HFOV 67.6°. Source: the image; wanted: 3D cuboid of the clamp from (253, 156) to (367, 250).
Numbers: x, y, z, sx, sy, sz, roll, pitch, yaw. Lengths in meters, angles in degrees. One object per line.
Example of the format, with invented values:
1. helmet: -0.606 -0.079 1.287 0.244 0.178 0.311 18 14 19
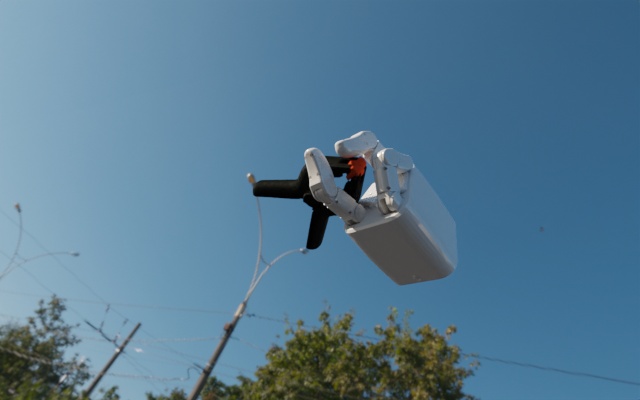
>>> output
1. clamp: 0.000 0.001 0.600 0.171 0.120 0.039 -21 29 44
